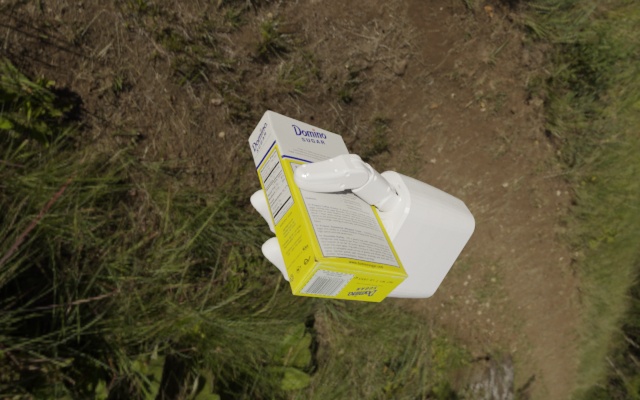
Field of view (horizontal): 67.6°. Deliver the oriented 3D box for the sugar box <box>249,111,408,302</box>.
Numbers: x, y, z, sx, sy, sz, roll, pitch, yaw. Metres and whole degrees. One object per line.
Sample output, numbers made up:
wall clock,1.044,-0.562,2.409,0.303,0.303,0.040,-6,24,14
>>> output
sugar box,0.000,0.002,0.421,0.093,0.176,0.048,14,-52,-35
